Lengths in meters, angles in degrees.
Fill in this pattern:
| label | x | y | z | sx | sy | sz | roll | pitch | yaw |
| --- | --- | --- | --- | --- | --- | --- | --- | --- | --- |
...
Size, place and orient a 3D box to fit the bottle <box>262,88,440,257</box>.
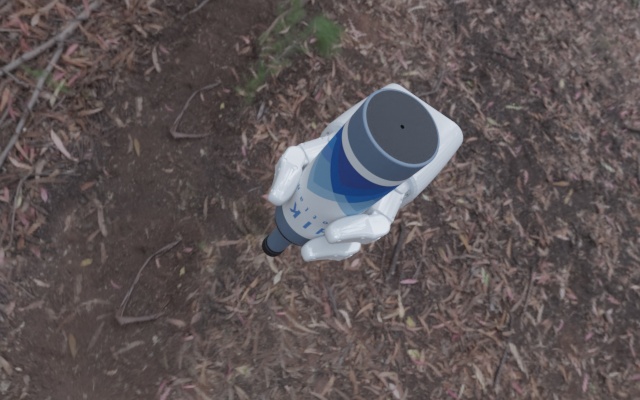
| label | x | y | z | sx | sy | sz | roll | pitch | yaw |
| --- | --- | --- | --- | --- | --- | --- | --- | --- | --- |
| bottle | 0.000 | 0.001 | 0.470 | 0.069 | 0.069 | 0.296 | 0 | -22 | -26 |
